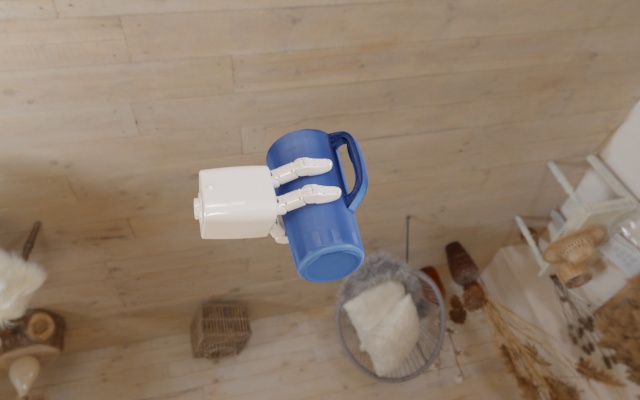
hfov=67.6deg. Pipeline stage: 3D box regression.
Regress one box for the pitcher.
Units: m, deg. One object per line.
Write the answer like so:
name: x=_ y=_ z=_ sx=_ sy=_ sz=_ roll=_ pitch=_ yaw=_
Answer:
pitcher: x=0.000 y=0.003 z=0.793 sx=0.145 sy=0.242 sz=0.149 roll=-3 pitch=-37 yaw=-17
